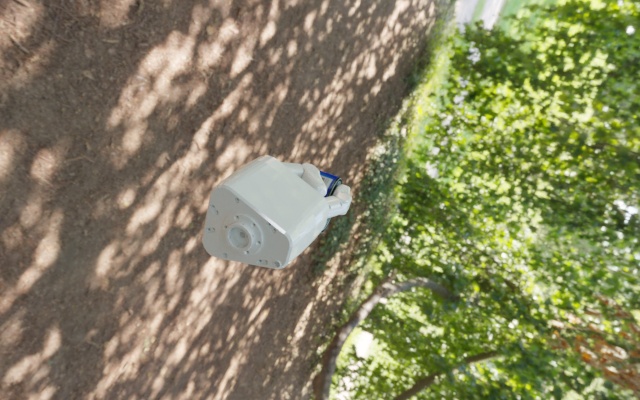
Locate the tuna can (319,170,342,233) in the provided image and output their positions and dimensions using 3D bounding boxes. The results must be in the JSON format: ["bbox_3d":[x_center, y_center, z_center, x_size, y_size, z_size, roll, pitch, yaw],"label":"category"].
[{"bbox_3d":[0.001,0.002,0.673,0.034,0.086,0.086,19,4,11],"label":"tuna can"}]
